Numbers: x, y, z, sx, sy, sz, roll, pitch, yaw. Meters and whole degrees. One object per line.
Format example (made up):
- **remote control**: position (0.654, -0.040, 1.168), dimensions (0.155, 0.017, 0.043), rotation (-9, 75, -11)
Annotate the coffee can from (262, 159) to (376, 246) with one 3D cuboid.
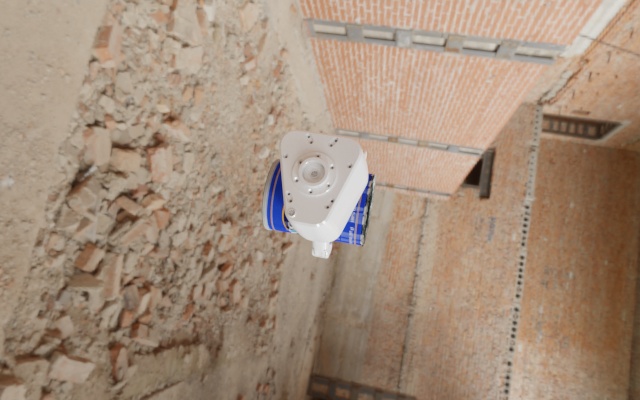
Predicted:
- **coffee can**: position (0.000, 0.002, 0.672), dimensions (0.140, 0.103, 0.103), rotation (9, 1, 9)
